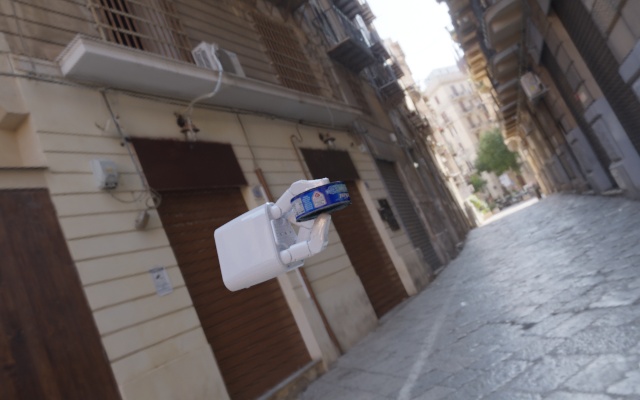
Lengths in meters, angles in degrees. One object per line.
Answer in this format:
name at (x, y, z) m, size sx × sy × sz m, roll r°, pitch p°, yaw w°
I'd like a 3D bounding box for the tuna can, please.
tuna can at (0.000, 0.002, 0.692) m, size 0.086 × 0.033 × 0.086 m, roll -19°, pitch -8°, yaw -3°
